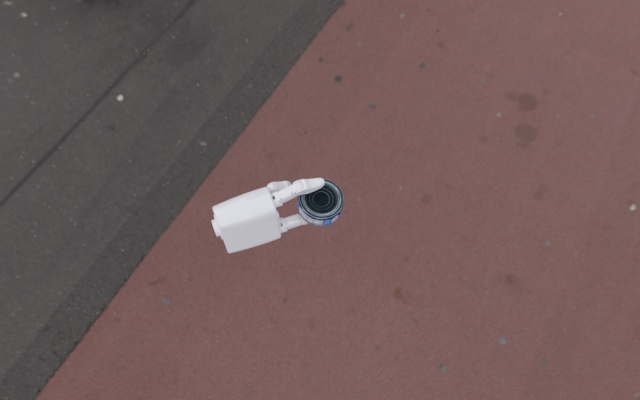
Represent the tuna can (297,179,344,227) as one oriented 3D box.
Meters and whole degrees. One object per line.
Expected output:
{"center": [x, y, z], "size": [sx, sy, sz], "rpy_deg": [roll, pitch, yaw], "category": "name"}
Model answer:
{"center": [0.000, 0.003, 0.888], "size": [0.086, 0.086, 0.034], "rpy_deg": [0, -26, -6], "category": "tuna can"}
